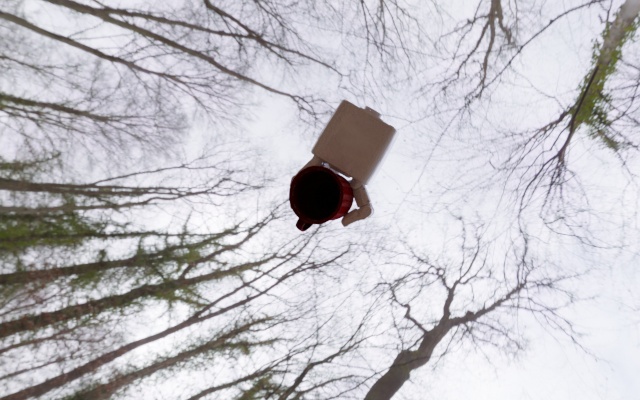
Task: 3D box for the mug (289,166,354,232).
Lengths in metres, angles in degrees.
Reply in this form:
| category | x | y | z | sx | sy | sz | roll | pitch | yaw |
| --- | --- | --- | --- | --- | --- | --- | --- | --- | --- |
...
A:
| category | x | y | z | sx | sy | sz | roll | pitch | yaw |
| --- | --- | --- | --- | --- | --- | --- | --- | --- | --- |
| mug | 0.000 | 0.004 | 0.790 | 0.093 | 0.117 | 0.081 | 35 | 10 | 18 |
